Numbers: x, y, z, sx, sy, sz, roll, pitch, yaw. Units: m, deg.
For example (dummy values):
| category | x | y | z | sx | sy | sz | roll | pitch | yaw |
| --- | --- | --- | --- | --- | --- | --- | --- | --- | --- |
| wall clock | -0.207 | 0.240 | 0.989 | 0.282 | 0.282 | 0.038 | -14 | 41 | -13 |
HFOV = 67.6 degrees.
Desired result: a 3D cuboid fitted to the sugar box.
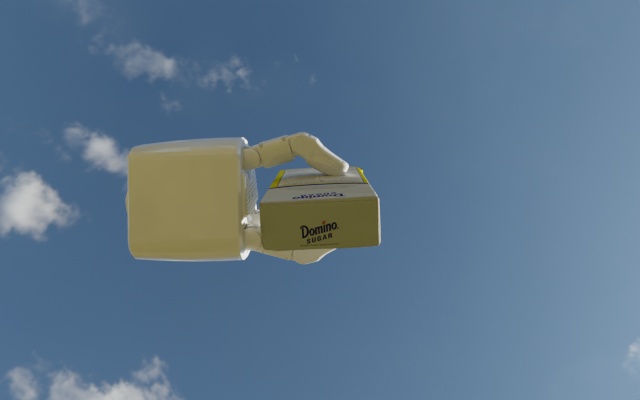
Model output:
| category | x | y | z | sx | sy | sz | roll | pitch | yaw |
| --- | --- | --- | --- | --- | --- | --- | --- | --- | --- |
| sugar box | 0.000 | 0.002 | 0.444 | 0.093 | 0.048 | 0.176 | -3 | 14 | 2 |
